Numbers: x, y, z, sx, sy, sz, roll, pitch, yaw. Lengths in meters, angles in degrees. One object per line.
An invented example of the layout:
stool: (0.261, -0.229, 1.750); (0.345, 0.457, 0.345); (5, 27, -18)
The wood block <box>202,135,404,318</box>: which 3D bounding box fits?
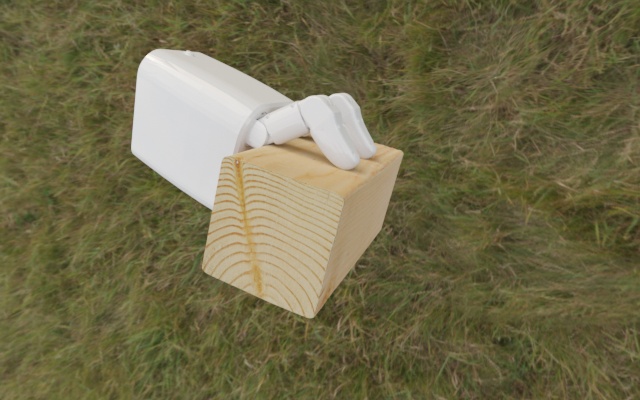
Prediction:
wood block: (0.000, 0.002, 0.407); (0.090, 0.091, 0.206); (20, 20, 15)
